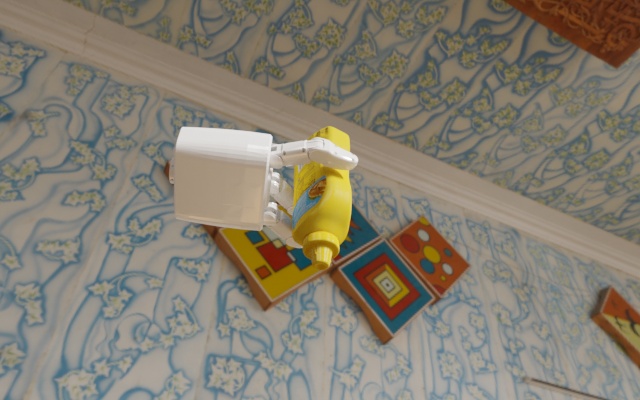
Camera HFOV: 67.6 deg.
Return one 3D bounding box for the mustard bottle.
[{"bbox_3d":[0.000,0.002,0.582,0.058,0.191,0.096,25,-49,-23],"label":"mustard bottle"}]
